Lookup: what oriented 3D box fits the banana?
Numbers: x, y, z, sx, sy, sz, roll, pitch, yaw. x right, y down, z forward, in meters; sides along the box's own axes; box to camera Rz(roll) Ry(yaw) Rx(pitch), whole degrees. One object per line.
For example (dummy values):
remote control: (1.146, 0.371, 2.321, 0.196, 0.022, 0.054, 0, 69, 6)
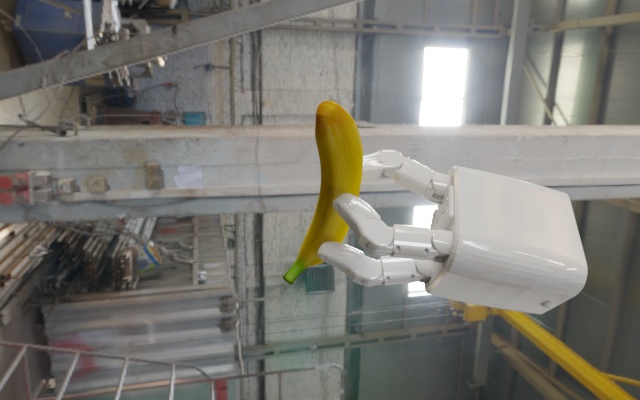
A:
banana: (0.009, -0.005, 0.420, 0.037, 0.198, 0.069, 28, 41, 19)
